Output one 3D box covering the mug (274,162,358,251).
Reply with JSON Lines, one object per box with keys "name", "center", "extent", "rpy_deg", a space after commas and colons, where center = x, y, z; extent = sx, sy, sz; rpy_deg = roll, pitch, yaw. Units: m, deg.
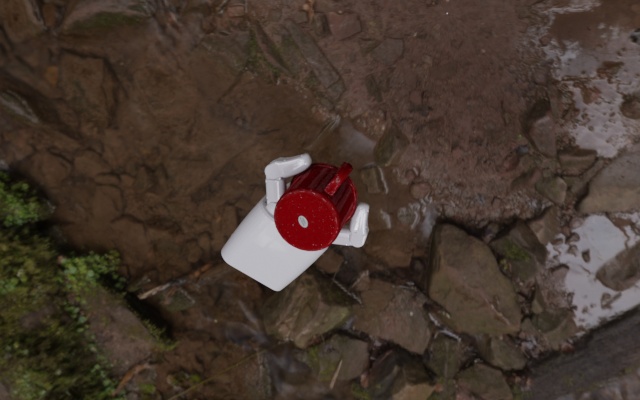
{"name": "mug", "center": [0.001, 0.001, 0.578], "extent": [0.093, 0.117, 0.081], "rpy_deg": [40, 27, -3]}
